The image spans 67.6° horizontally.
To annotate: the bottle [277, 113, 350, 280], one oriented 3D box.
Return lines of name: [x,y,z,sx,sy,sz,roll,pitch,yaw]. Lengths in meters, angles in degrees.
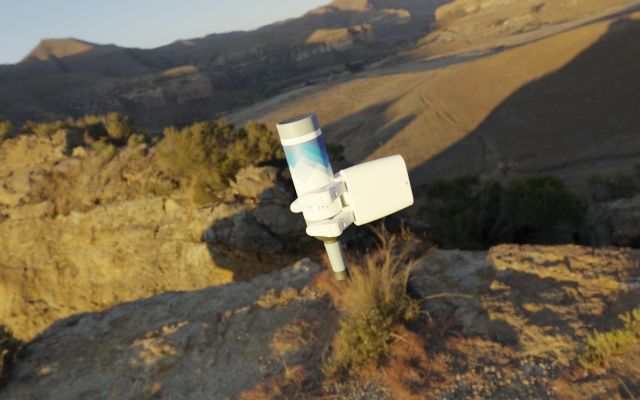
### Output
bottle: [0.000,0.002,0.814,0.069,0.296,0.069,-15,18,5]
